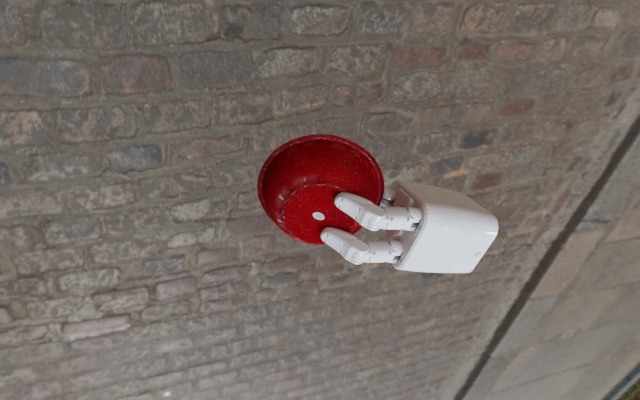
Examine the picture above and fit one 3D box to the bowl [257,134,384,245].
[{"bbox_3d":[-0.001,0.002,0.587,0.162,0.162,0.055,0,37,1],"label":"bowl"}]
